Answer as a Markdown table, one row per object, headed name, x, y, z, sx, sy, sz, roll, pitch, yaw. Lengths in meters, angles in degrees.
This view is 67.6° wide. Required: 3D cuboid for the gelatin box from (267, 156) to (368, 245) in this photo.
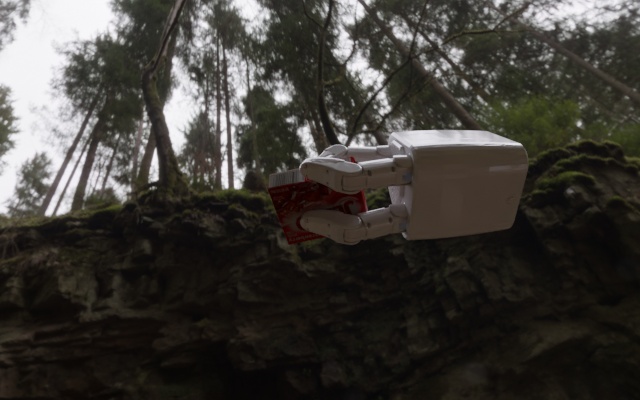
| name | x | y | z | sx | sy | sz | roll | pitch | yaw |
| --- | --- | --- | --- | --- | --- | --- | --- | --- | --- |
| gelatin box | 0.000 | 0.001 | 0.477 | 0.089 | 0.073 | 0.030 | -12 | 35 | 8 |
